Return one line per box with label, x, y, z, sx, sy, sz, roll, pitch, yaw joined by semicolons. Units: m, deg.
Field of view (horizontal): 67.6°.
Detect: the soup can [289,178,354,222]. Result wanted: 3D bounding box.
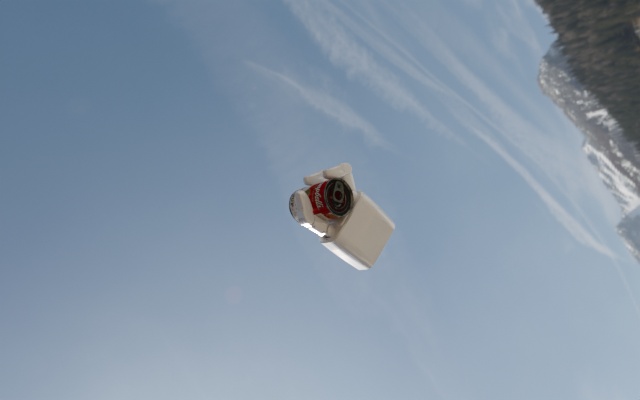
soup can;0.000;0.003;0.847;0.068;0.068;0.102;0;-10;-41
